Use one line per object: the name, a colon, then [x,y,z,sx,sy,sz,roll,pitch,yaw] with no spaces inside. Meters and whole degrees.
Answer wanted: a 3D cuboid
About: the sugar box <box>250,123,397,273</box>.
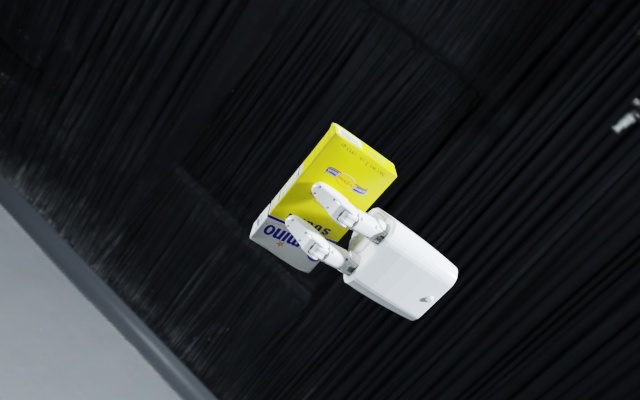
sugar box: [0.000,0.002,0.584,0.093,0.176,0.048,34,20,-14]
